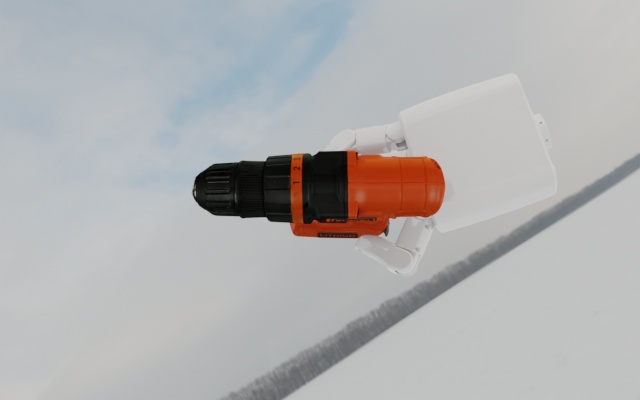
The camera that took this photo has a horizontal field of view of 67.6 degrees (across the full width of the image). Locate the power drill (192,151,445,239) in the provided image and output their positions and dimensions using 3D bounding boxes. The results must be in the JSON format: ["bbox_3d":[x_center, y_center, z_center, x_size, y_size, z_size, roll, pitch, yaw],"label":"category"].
[{"bbox_3d":[0.000,0.001,0.420,0.184,0.057,0.188,1,-6,2],"label":"power drill"}]
